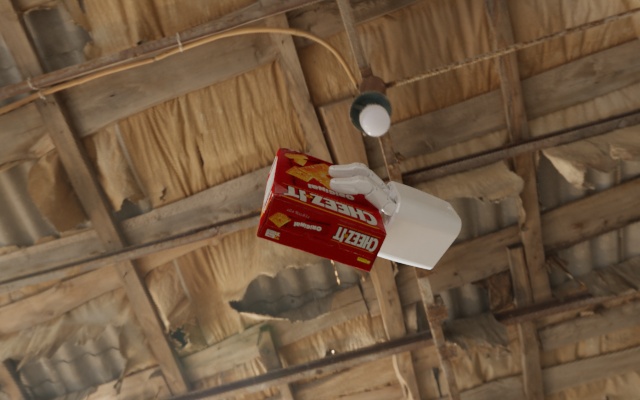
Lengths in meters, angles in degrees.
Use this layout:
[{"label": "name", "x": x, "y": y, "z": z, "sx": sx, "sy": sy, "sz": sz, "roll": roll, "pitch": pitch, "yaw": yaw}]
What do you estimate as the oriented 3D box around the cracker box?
[{"label": "cracker box", "x": 0.000, "y": 0.002, "z": 0.719, "sx": 0.164, "sy": 0.072, "sz": 0.213, "roll": 18, "pitch": 22, "yaw": -10}]
